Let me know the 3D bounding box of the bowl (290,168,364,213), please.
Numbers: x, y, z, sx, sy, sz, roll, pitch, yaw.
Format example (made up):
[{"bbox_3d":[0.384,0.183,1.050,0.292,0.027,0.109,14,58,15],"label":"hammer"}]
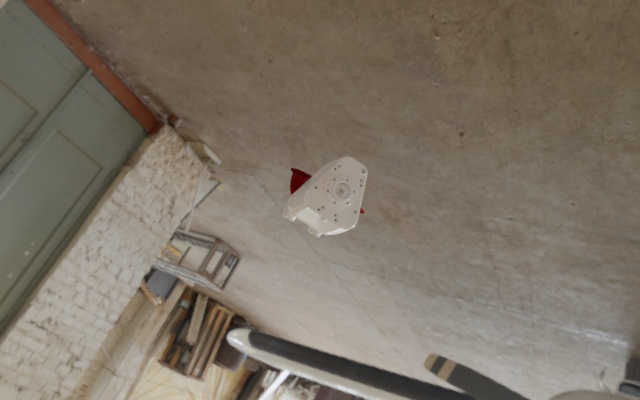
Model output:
[{"bbox_3d":[0.000,0.003,0.900,0.162,0.055,0.162,31,-4,2],"label":"bowl"}]
